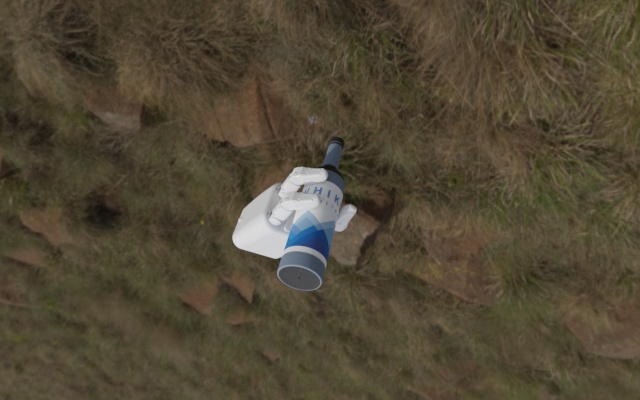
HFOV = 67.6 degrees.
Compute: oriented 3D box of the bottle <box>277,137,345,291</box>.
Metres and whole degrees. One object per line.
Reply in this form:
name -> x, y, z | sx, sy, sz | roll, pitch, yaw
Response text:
bottle -> 0.000, 0.003, 0.777 | 0.069, 0.295, 0.069 | 9, -40, 8
